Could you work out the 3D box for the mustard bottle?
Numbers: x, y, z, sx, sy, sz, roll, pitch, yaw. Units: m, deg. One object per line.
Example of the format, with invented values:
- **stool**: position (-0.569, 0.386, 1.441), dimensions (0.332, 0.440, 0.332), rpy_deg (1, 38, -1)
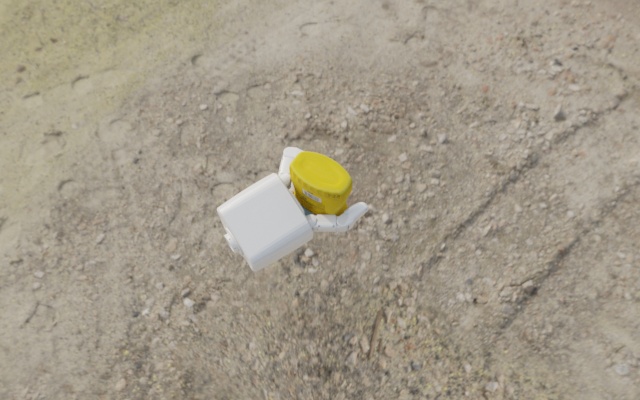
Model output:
- **mustard bottle**: position (0.000, 0.002, 0.772), dimensions (0.096, 0.058, 0.192), rpy_deg (28, -25, 14)
